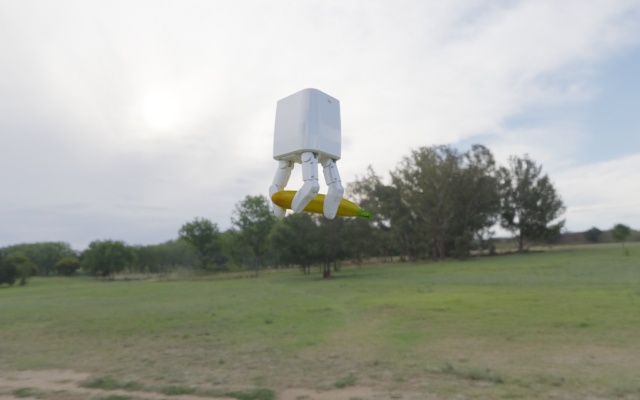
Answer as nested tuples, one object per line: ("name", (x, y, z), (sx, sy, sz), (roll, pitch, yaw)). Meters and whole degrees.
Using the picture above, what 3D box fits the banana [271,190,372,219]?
("banana", (-0.006, 0.004, 0.838), (0.198, 0.037, 0.069), (8, -6, -30))
